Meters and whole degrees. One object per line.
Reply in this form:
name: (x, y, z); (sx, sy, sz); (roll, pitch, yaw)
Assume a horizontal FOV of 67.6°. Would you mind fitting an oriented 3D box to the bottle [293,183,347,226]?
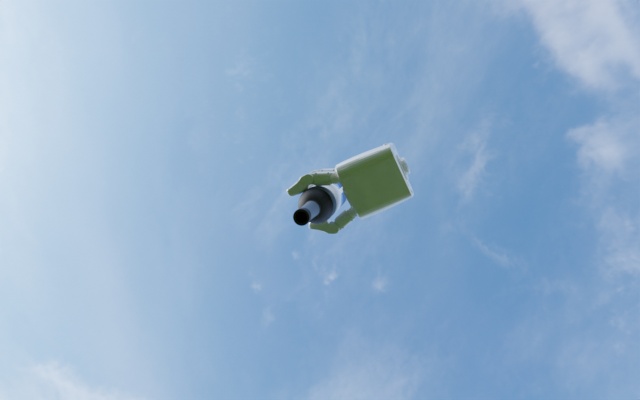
bottle: (0.000, 0.003, 0.891); (0.069, 0.069, 0.295); (0, 9, 12)
